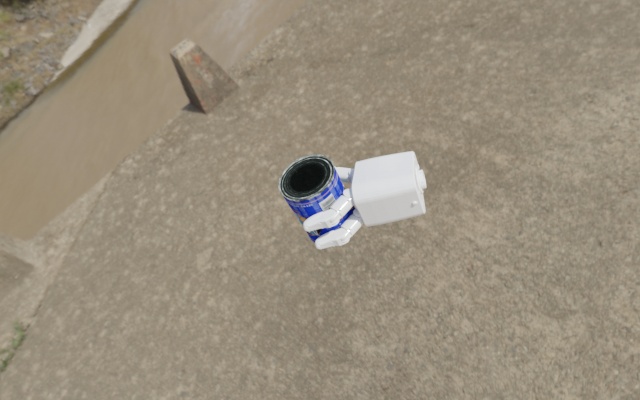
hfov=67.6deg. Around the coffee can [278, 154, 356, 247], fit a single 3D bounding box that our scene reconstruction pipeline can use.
[{"bbox_3d":[0.000,0.003,0.848,0.103,0.102,0.140,0,-38,27],"label":"coffee can"}]
